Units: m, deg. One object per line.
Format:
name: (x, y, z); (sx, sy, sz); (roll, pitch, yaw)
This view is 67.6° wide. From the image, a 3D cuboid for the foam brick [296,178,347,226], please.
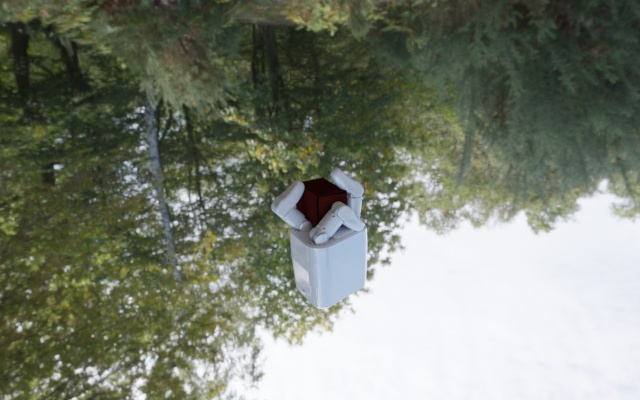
foam brick: (0.000, 0.002, 0.735); (0.053, 0.051, 0.078); (-11, 22, -24)
